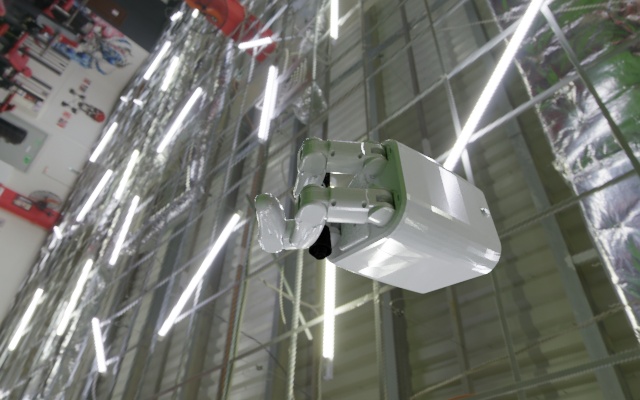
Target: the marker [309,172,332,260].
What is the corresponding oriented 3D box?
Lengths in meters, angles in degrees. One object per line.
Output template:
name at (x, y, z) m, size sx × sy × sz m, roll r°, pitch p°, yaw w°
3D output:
marker at (0.000, 0.001, 0.419) m, size 0.020 × 0.121 × 0.020 m, roll 0°, pitch -44°, yaw 0°
